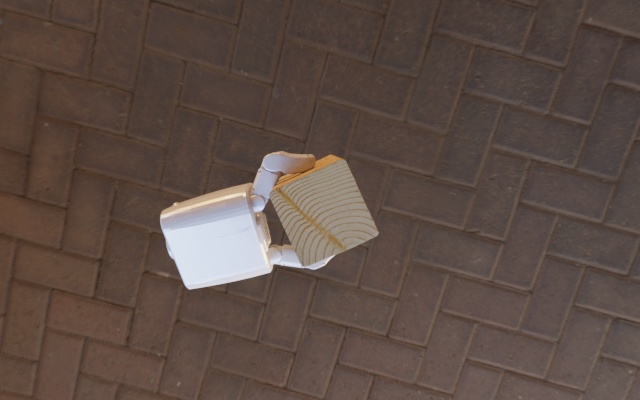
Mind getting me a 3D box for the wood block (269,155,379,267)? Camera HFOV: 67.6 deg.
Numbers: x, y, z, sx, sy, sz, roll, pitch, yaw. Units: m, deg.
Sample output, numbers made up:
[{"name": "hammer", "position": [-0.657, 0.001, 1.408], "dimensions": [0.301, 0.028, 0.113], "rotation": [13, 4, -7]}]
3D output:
[{"name": "wood block", "position": [0.000, 0.002, 0.595], "dimensions": [0.090, 0.091, 0.206], "rotation": [-24, 7, 1]}]
